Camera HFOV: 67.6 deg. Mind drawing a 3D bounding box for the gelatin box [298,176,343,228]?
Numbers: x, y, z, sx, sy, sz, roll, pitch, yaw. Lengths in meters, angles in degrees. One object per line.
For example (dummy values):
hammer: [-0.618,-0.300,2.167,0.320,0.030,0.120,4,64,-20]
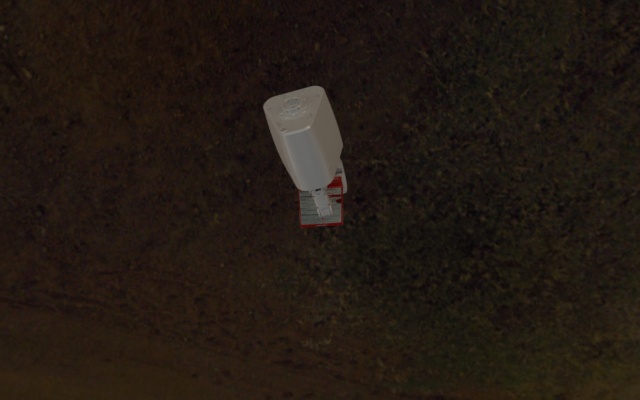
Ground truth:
gelatin box: [0.000,0.003,0.797,0.073,0.089,0.030,-4,40,-2]
